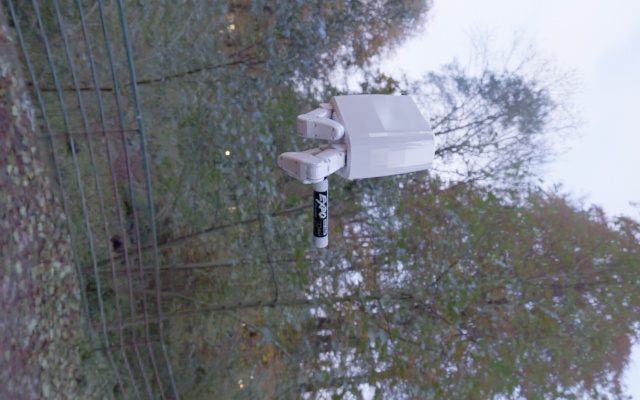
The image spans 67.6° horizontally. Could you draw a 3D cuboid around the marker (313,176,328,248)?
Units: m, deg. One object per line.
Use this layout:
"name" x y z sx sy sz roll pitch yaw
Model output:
"marker" 0.000 0.002 0.575 0.020 0.121 0.020 0 29 0
